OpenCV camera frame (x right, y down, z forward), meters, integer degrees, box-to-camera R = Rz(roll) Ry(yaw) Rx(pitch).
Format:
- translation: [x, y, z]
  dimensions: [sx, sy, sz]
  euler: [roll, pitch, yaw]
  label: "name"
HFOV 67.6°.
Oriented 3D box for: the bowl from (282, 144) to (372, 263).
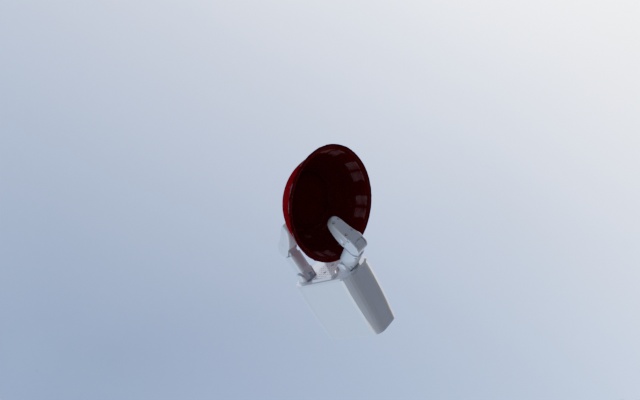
- translation: [0.000, 0.001, 0.663]
  dimensions: [0.162, 0.162, 0.055]
  euler: [0, 5, -45]
  label: "bowl"
